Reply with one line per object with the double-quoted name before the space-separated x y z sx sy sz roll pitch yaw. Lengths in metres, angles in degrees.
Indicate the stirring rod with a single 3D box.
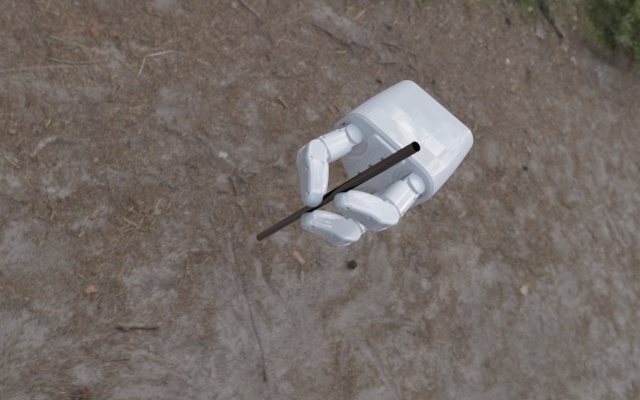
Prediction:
"stirring rod" 0.000 0.001 0.420 0.011 0.011 0.239 0 -19 -35
